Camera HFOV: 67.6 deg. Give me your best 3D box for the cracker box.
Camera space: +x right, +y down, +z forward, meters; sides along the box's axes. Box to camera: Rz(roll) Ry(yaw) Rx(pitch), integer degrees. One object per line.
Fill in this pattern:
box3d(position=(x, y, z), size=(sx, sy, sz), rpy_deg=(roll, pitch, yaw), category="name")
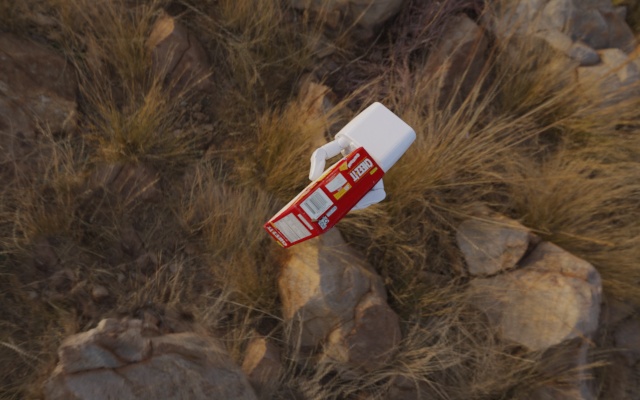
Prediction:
box3d(position=(0.000, 0.003, 0.862), size=(0.164, 0.072, 0.214), rpy_deg=(-43, 5, -23), category="cracker box")
